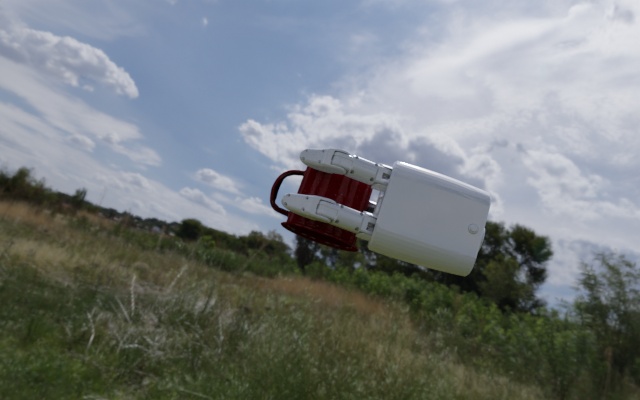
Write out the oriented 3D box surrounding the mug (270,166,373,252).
[{"bbox_3d":[-0.001,0.001,0.551,0.117,0.081,0.093,19,-11,4],"label":"mug"}]
